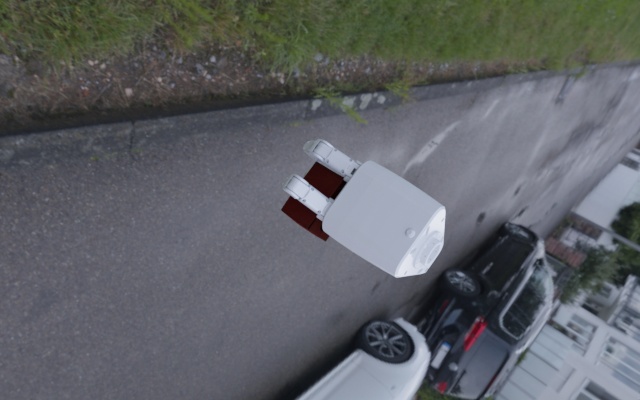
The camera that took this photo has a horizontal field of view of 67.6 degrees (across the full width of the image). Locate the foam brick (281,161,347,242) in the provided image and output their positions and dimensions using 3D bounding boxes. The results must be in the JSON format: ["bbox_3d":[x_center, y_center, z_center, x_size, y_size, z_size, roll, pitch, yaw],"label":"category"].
[{"bbox_3d":[0.000,0.002,0.594,0.051,0.078,0.053,34,-4,31],"label":"foam brick"}]
